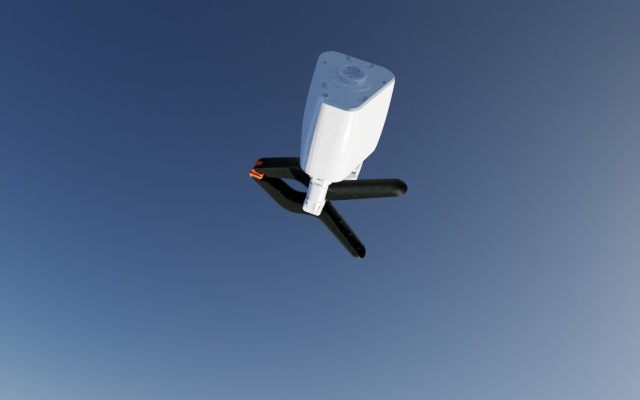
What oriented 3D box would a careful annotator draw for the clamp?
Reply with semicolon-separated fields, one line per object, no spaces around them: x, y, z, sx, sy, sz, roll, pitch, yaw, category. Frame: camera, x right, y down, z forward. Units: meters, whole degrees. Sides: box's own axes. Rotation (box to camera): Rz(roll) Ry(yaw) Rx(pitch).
-0.001;0.002;0.677;0.210;0.165;0.036;19;44;4;clamp
